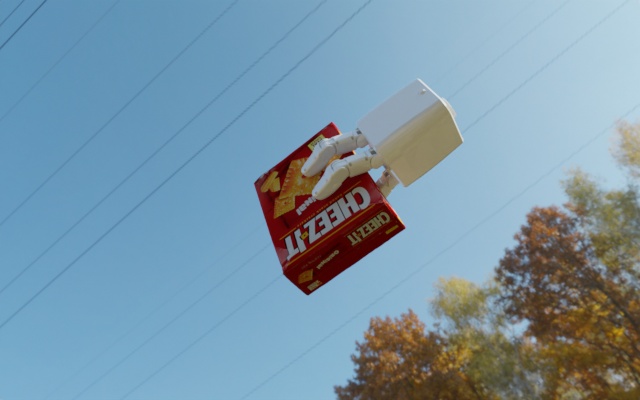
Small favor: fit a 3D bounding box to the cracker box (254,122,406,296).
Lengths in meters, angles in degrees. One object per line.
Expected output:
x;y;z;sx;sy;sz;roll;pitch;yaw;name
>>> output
0.000;0.002;0.692;0.164;0.213;0.072;-36;-50;9;cracker box
